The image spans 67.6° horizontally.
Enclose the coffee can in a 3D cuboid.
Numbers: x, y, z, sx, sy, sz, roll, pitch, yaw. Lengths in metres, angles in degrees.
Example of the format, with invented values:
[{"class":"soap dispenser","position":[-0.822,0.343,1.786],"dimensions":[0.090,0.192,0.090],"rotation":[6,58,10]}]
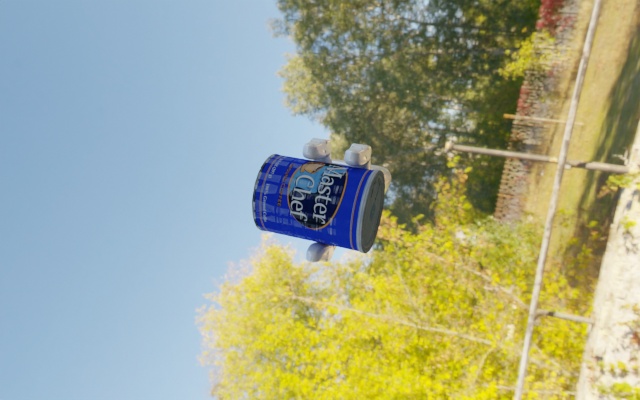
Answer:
[{"class":"coffee can","position":[0.000,0.002,0.599],"dimensions":[0.140,0.103,0.103],"rotation":[11,3,18]}]
